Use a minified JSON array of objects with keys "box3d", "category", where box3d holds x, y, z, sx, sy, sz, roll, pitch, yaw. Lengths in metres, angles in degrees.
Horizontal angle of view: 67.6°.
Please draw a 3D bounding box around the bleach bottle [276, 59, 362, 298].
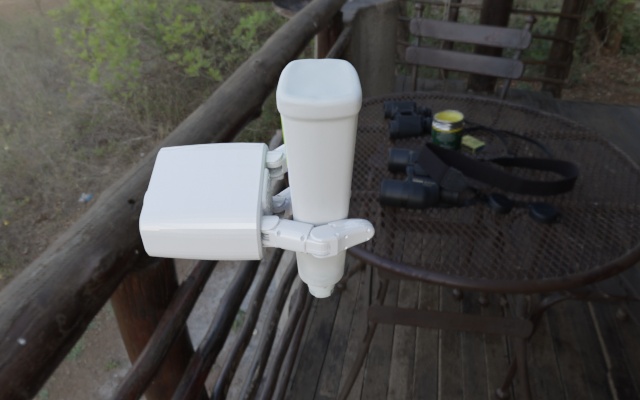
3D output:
[{"box3d":[0.000,0.001,0.460,0.068,0.251,0.102,0,35,1],"category":"bleach bottle"}]
